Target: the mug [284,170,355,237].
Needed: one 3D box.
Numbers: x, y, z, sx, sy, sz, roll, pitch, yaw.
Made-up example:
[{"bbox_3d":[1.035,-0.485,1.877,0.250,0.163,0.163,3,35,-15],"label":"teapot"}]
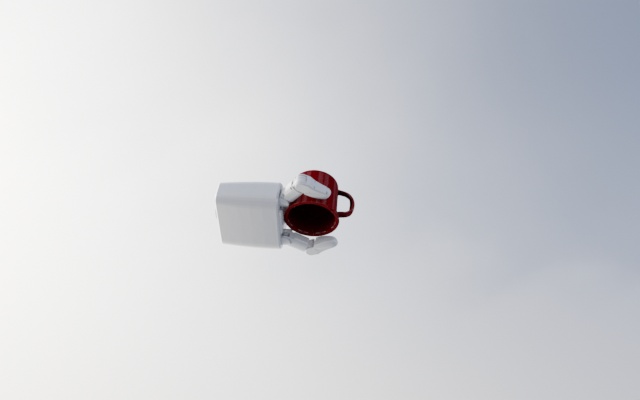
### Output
[{"bbox_3d":[0.002,0.003,0.817,0.117,0.081,0.093,2,-40,5],"label":"mug"}]
